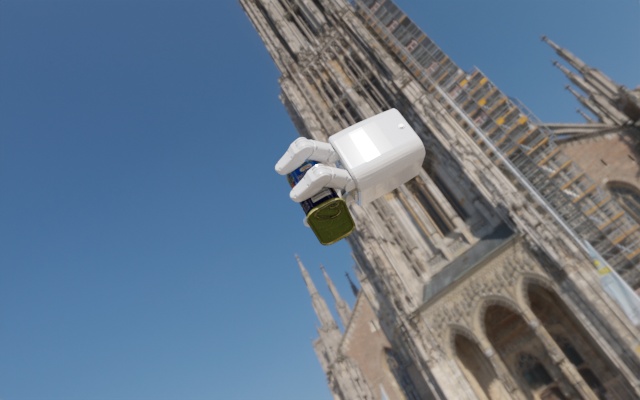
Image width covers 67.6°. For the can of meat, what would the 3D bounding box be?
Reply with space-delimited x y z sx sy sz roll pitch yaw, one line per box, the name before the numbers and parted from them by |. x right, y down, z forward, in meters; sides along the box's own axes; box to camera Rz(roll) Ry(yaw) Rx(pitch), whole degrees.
can of meat | 0.000 0.002 0.678 0.057 0.084 0.102 -29 -34 0
